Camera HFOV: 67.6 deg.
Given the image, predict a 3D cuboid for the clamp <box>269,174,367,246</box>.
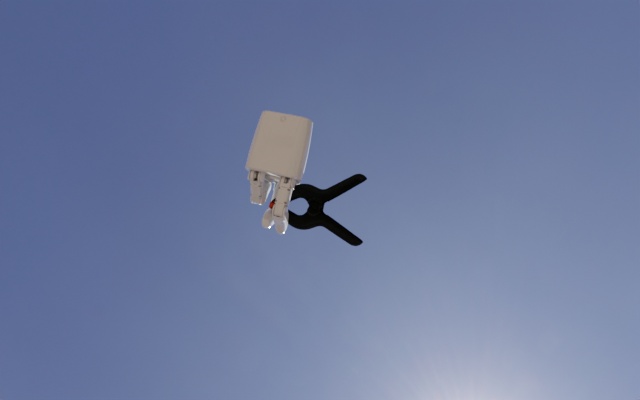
[{"bbox_3d":[0.000,0.003,0.816,0.171,0.120,0.039,12,-7,11],"label":"clamp"}]
